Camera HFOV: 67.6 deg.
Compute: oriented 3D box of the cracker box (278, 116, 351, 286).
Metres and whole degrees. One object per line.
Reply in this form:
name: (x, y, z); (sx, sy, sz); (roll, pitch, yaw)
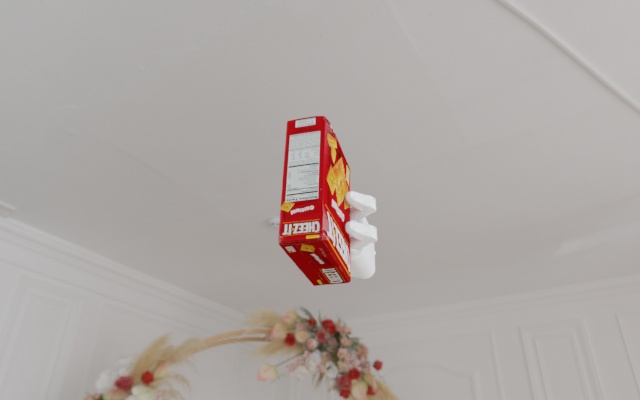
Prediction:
cracker box: (0.000, 0.002, 0.742); (0.072, 0.213, 0.164); (-8, -32, 15)
